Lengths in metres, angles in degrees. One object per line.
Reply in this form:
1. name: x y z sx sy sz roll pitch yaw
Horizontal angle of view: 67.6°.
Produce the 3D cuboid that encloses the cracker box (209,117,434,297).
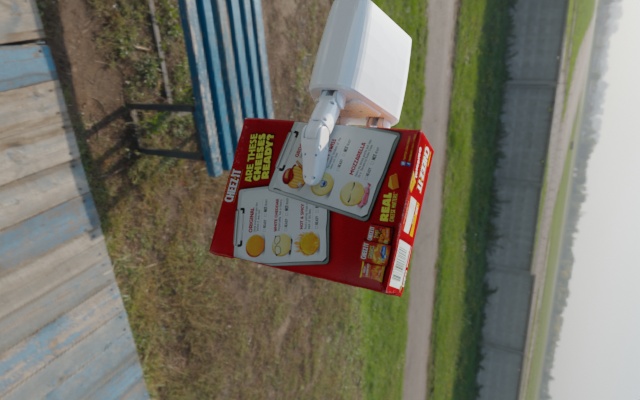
1. cracker box: 0.000 0.002 0.524 0.213 0.164 0.072 8 -11 28
